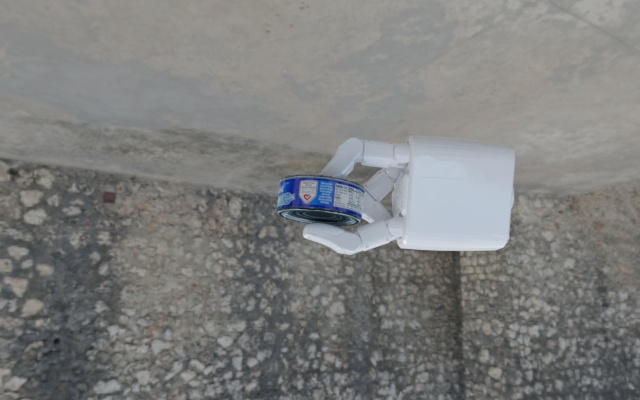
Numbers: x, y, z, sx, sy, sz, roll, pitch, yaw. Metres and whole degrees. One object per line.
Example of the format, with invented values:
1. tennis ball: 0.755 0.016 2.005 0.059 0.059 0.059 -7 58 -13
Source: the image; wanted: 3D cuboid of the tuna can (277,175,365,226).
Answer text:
1. tuna can: 0.000 0.002 0.473 0.086 0.033 0.086 6 -12 1
